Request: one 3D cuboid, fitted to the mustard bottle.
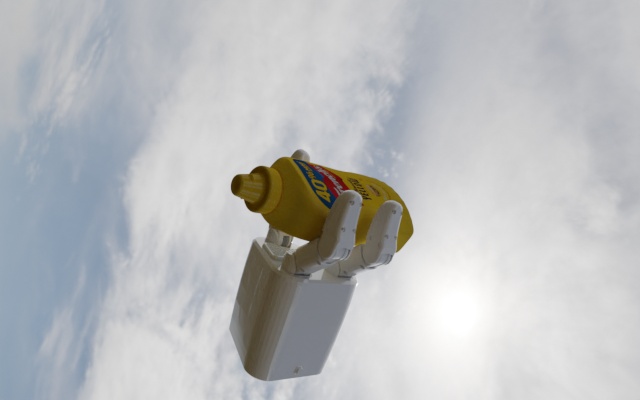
[{"bbox_3d":[0.000,0.001,0.455,0.191,0.058,0.096,11,35,-42],"label":"mustard bottle"}]
